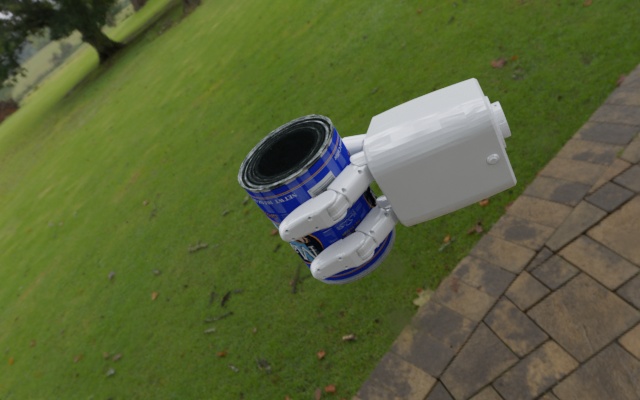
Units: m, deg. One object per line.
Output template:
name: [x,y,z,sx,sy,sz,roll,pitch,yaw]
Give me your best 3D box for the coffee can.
coffee can: [0.000,0.002,0.477,0.103,0.102,0.140,0,-43,41]
